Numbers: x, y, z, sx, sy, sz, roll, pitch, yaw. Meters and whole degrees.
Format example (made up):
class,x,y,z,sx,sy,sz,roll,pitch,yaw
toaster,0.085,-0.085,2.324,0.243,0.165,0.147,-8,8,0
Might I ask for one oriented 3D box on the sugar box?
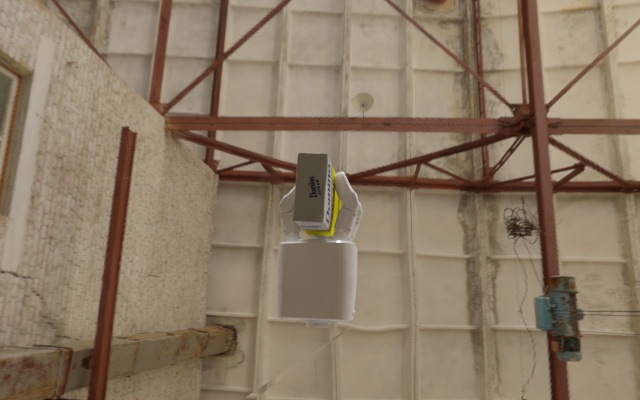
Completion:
class,x,y,z,sx,sy,sz,roll,pitch,yaw
sugar box,0.001,0.002,0.685,0.048,0.093,0.176,2,-12,6
